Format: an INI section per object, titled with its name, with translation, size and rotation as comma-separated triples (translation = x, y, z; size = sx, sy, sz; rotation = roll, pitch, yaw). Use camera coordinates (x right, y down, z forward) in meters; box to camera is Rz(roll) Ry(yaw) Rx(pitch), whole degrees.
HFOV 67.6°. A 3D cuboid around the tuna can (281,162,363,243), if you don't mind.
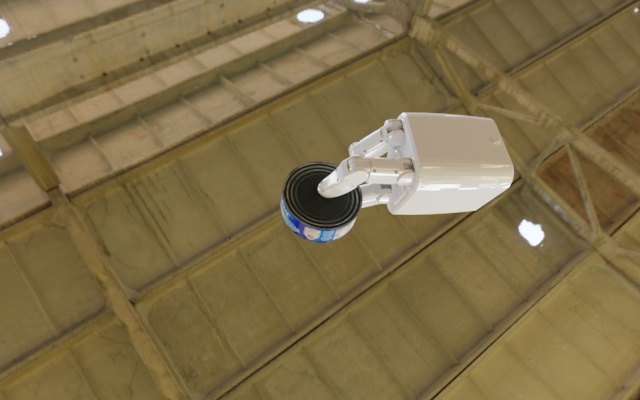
[tuna can]
translation = 0.000, 0.002, 0.515
size = 0.086, 0.086, 0.034
rotation = 0, -33, -12
